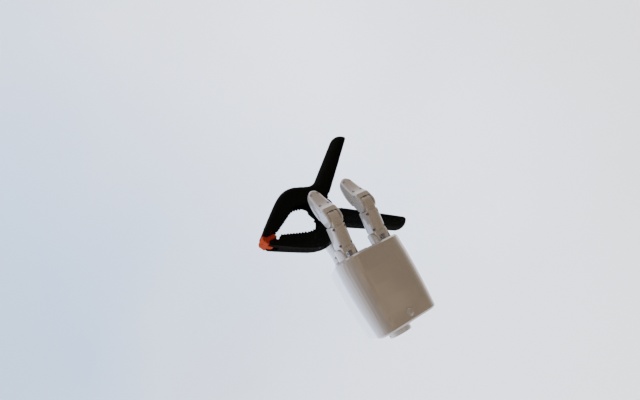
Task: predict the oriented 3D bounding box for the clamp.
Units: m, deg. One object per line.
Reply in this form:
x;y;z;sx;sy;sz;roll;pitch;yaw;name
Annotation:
0.000;0.003;0.660;0.210;0.164;0.036;-23;-16;-28;clamp
